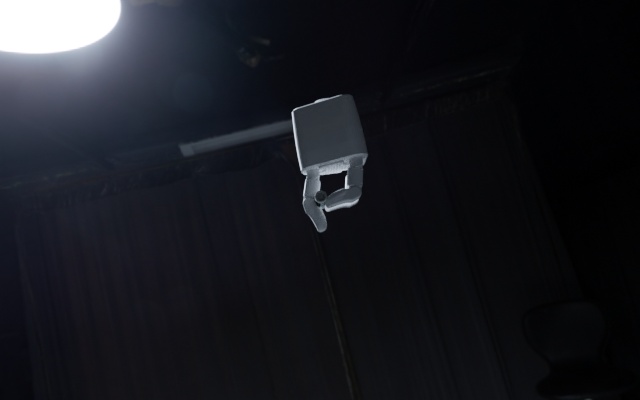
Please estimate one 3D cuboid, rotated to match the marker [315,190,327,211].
[{"bbox_3d":[0.000,0.003,0.795,0.020,0.020,0.121,0,-9,0],"label":"marker"}]
